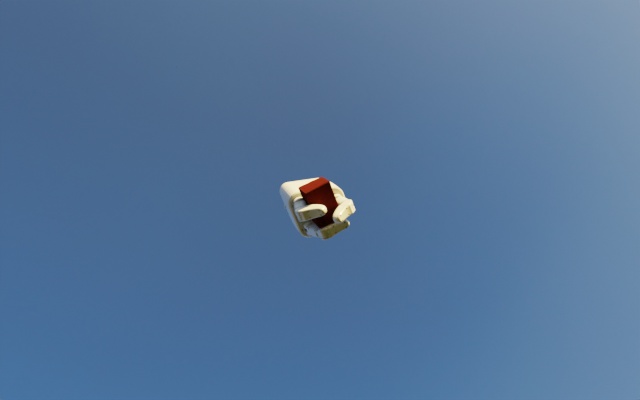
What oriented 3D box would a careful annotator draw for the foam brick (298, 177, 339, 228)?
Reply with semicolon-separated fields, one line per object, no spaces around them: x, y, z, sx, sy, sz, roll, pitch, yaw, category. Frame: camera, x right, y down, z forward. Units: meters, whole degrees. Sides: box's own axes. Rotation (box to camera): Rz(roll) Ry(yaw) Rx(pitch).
0.000;0.003;0.896;0.053;0.078;0.051;-25;21;-9;foam brick
